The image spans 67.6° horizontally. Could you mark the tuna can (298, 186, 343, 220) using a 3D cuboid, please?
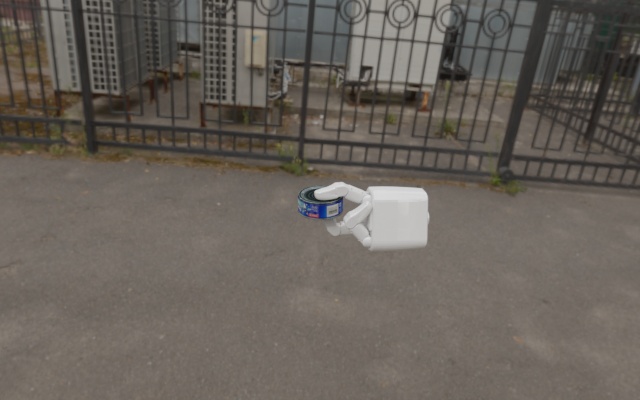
[{"bbox_3d":[0.000,0.002,0.891,0.086,0.034,0.086,0,25,0],"label":"tuna can"}]
